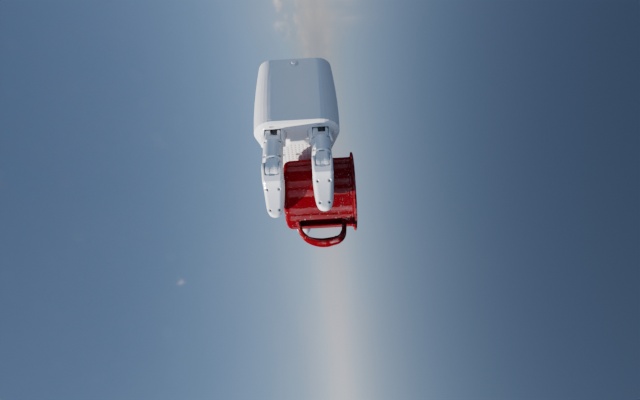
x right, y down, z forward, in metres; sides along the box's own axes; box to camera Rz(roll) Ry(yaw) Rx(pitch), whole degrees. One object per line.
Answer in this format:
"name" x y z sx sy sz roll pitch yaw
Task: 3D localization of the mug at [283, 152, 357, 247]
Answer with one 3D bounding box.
"mug" 0.000 0.003 0.558 0.081 0.117 0.093 -4 -31 1
